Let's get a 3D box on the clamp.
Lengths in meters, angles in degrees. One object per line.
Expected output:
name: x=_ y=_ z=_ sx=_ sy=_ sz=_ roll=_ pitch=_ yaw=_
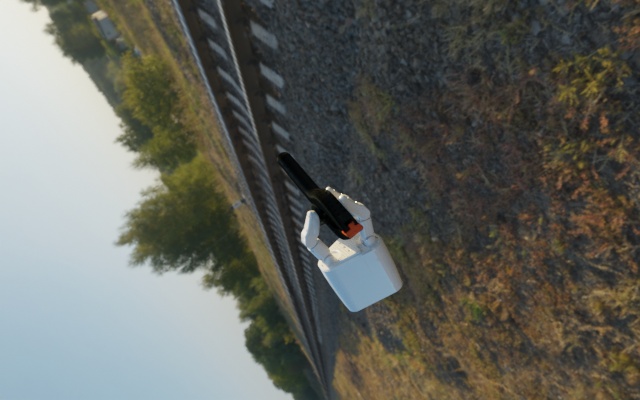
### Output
clamp: x=0.000 y=0.003 z=0.780 sx=0.036 sy=0.165 sz=0.210 roll=-37 pitch=26 yaw=-10
